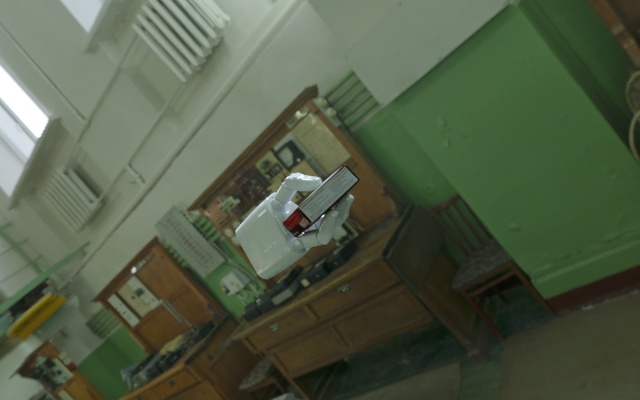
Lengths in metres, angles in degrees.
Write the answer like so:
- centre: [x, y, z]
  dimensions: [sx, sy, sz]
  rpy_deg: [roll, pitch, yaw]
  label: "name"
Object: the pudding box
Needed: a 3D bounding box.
- centre: [0.000, 0.002, 0.744]
  dimensions: [0.113, 0.039, 0.090]
  rpy_deg: [-45, 2, -25]
  label: "pudding box"
